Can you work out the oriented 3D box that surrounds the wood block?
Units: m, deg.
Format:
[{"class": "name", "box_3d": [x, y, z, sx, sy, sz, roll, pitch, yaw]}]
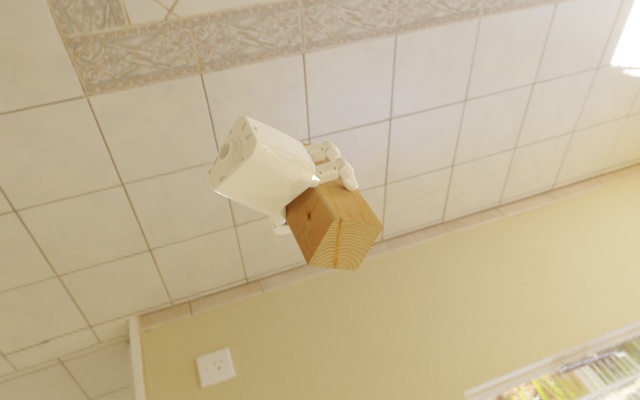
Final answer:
[{"class": "wood block", "box_3d": [0.000, 0.003, 0.745, 0.090, 0.091, 0.206, 10, 32, -32]}]
